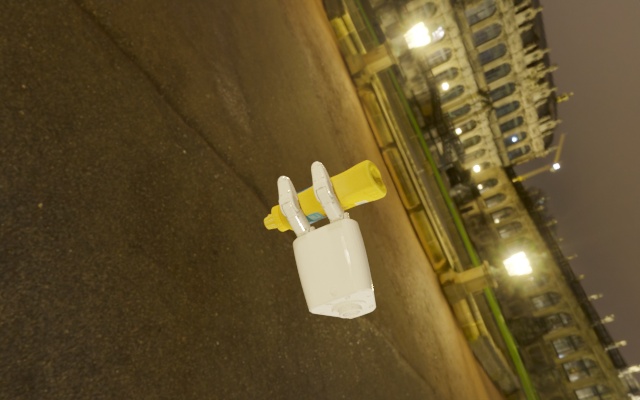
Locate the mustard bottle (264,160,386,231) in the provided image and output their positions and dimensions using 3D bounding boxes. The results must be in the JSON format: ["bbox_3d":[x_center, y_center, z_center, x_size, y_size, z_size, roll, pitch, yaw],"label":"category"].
[{"bbox_3d":[0.000,0.002,0.725,0.191,0.058,0.096,-23,-8,16],"label":"mustard bottle"}]
